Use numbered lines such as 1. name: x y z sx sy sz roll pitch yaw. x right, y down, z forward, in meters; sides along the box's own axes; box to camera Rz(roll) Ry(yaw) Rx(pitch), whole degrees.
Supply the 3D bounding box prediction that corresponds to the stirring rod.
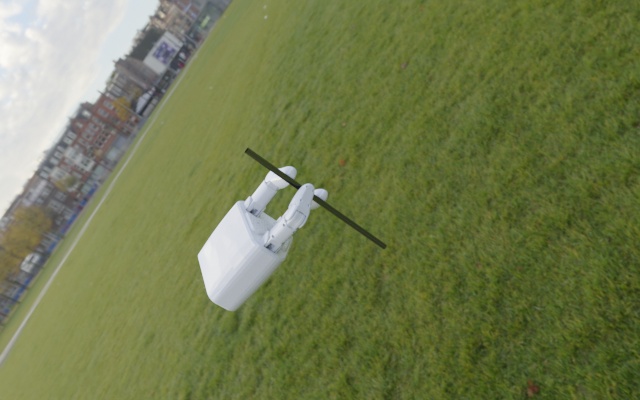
1. stirring rod: 0.000 0.002 0.633 0.239 0.011 0.011 35 -15 -22
